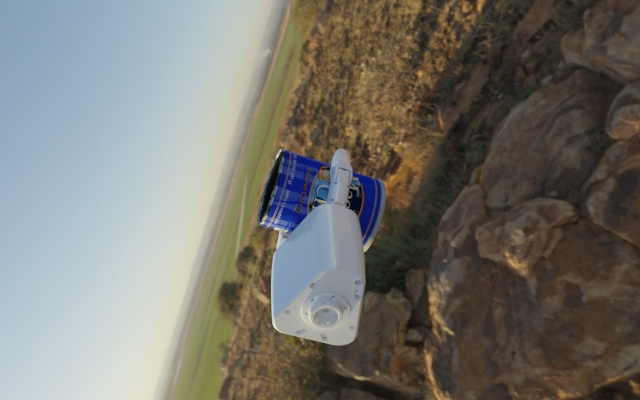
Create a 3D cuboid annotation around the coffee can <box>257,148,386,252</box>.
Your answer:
[{"bbox_3d":[0.000,0.002,0.621,0.140,0.103,0.103,17,-4,-13],"label":"coffee can"}]
